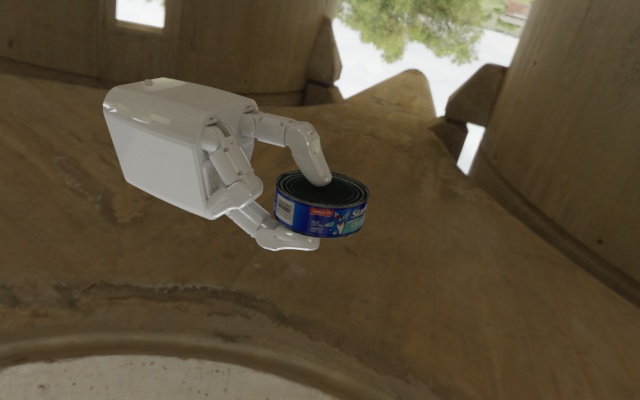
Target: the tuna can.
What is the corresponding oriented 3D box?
[{"bbox_3d":[0.000,0.002,0.438,0.086,0.034,0.086,7,23,-3],"label":"tuna can"}]
